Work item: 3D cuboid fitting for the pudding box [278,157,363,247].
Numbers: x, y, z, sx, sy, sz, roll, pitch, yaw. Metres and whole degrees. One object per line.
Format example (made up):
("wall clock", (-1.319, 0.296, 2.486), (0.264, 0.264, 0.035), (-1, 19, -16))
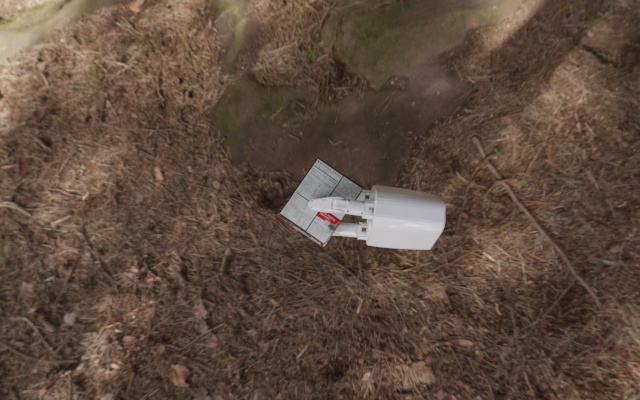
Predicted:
("pudding box", (0.000, 0.002, 0.752), (0.090, 0.113, 0.039), (34, -8, 2))
